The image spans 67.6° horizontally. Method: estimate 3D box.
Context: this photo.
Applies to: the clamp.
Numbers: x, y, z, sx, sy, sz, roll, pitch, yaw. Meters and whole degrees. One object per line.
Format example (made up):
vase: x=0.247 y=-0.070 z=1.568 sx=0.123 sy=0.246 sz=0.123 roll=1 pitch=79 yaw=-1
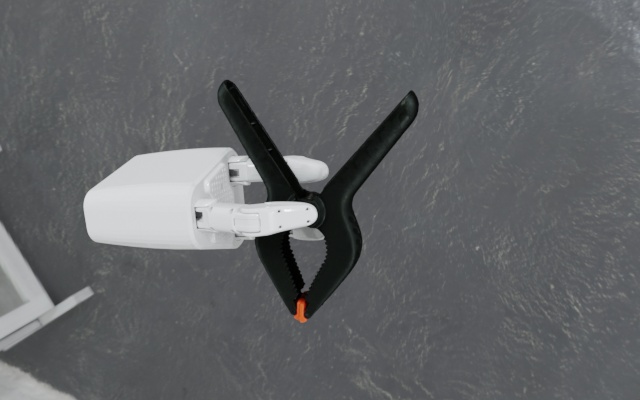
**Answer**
clamp: x=0.000 y=0.002 z=0.401 sx=0.164 sy=0.210 sz=0.036 roll=0 pitch=13 yaw=15
